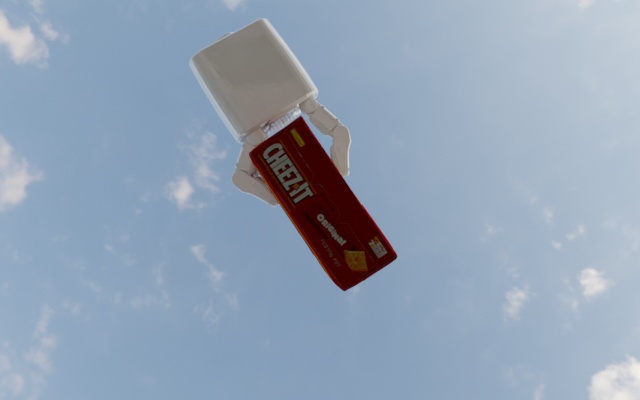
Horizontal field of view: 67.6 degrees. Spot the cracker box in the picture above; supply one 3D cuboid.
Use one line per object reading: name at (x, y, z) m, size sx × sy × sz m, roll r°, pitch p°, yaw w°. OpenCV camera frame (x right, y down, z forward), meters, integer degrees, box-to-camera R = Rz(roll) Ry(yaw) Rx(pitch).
cracker box at (0.000, 0.002, 0.551) m, size 0.072 × 0.164 × 0.213 m, roll -35°, pitch 2°, yaw 1°
